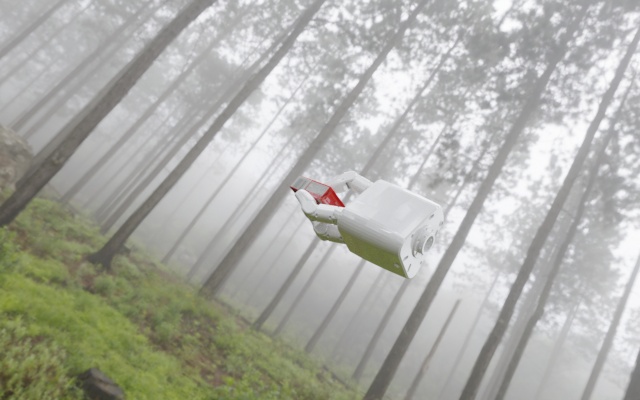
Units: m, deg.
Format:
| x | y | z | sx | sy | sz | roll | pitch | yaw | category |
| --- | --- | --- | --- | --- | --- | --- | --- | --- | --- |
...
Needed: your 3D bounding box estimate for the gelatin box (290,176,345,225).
| x | y | z | sx | sy | sz | roll | pitch | yaw | category |
| --- | --- | --- | --- | --- | --- | --- | --- | --- | --- |
| 0.000 | 0.002 | 0.769 | 0.089 | 0.030 | 0.073 | 23 | -25 | 49 | gelatin box |
